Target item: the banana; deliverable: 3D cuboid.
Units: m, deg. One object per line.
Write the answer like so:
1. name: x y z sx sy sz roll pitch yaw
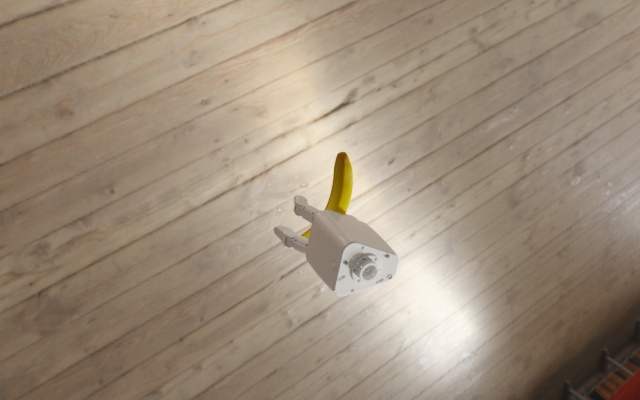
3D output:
1. banana: 0.014 0.013 0.829 0.070 0.198 0.037 26 12 -25
